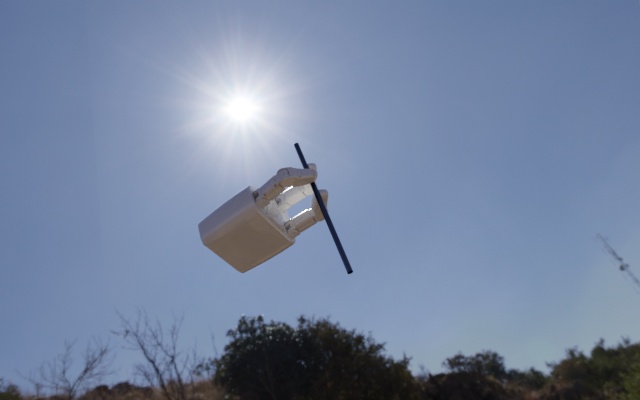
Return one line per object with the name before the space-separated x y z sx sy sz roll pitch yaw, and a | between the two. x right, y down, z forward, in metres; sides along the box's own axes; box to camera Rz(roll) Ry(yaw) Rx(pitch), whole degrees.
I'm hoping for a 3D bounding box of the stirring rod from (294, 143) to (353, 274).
stirring rod | 0.000 0.002 0.684 0.011 0.239 0.011 -15 -36 -11
